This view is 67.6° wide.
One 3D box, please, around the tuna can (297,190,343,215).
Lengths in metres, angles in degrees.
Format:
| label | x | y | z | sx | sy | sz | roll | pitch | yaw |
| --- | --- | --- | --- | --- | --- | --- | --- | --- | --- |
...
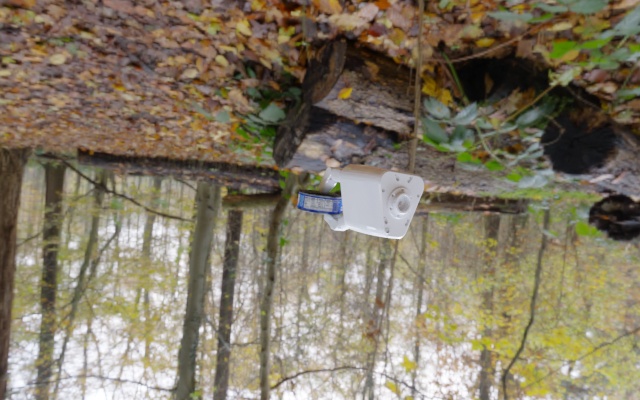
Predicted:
| label | x | y | z | sx | sy | sz | roll | pitch | yaw |
| --- | --- | --- | --- | --- | --- | --- | --- | --- | --- |
| tuna can | 0.000 | 0.003 | 0.882 | 0.086 | 0.034 | 0.086 | 8 | 6 | -1 |
